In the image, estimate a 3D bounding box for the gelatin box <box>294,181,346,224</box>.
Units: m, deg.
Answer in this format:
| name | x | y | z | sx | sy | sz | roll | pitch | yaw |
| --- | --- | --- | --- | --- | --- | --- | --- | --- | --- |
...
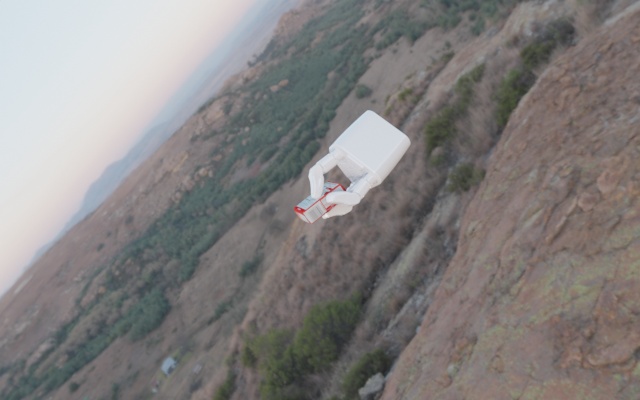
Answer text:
| name | x | y | z | sx | sy | sz | roll | pitch | yaw |
| --- | --- | --- | --- | --- | --- | --- | --- | --- | --- |
| gelatin box | 0.000 | 0.003 | 0.876 | 0.089 | 0.030 | 0.073 | -38 | 15 | -10 |
